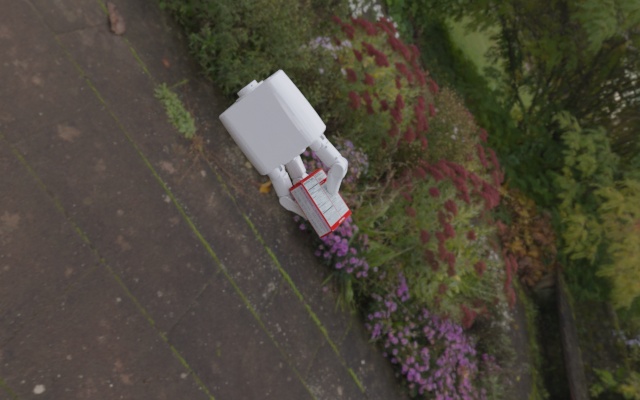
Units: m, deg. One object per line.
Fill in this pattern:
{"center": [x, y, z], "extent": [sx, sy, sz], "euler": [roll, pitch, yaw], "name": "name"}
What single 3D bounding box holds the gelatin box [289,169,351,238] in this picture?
{"center": [0.001, 0.002, 0.724], "extent": [0.030, 0.089, 0.073], "euler": [-32, 4, 33], "name": "gelatin box"}
